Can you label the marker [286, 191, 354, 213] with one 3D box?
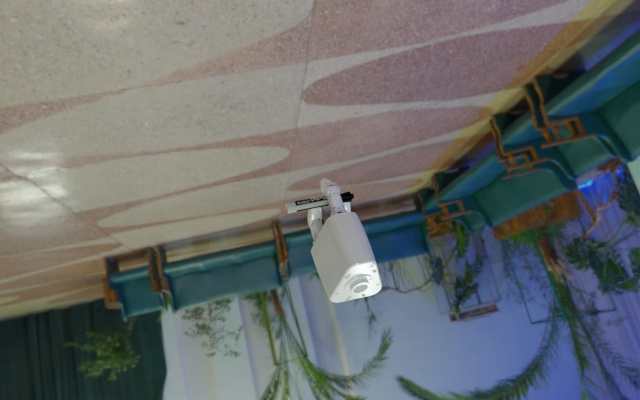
[{"bbox_3d":[0.000,0.003,0.832,0.121,0.020,0.020,-10,2,-13],"label":"marker"}]
